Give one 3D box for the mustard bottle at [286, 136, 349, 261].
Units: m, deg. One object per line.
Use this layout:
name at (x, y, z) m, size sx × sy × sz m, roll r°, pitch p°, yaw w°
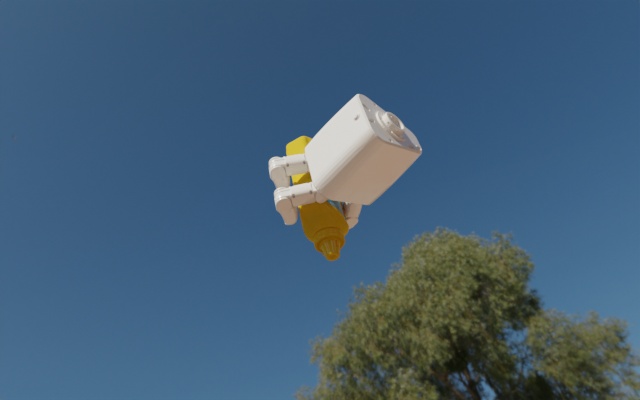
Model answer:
mustard bottle at (0.000, 0.002, 0.669) m, size 0.058 × 0.191 × 0.096 m, roll -26°, pitch -43°, yaw 13°
